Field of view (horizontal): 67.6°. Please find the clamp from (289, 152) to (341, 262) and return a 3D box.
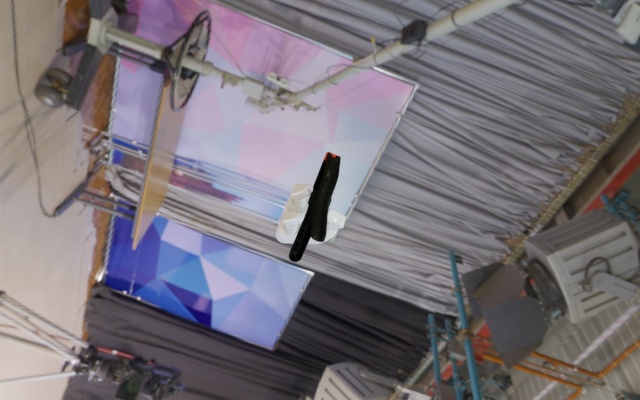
[{"bbox_3d":[0.001,0.003,0.854,0.036,0.210,0.164,22,-18,-11],"label":"clamp"}]
